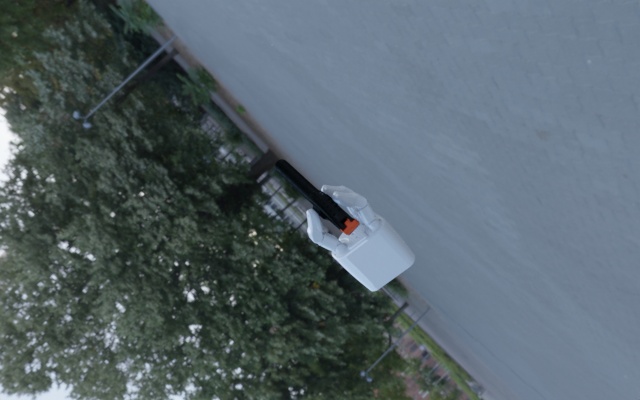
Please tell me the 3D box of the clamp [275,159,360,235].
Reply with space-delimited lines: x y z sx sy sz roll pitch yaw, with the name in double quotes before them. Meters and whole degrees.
"clamp" 0.000 0.004 0.819 0.165 0.036 0.210 44 -3 -24
